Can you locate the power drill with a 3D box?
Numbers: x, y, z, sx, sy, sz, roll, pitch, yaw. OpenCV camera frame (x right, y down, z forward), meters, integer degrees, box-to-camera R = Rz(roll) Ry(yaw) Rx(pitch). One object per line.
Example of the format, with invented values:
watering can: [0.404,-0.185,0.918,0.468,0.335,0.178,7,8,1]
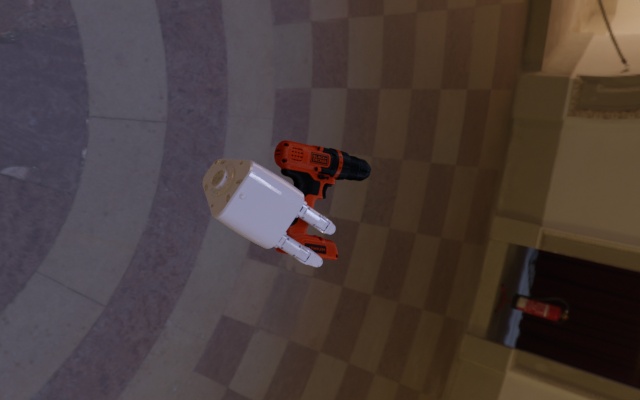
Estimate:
power drill: [0.000,0.003,0.802,0.184,0.187,0.057,9,-7,-30]
